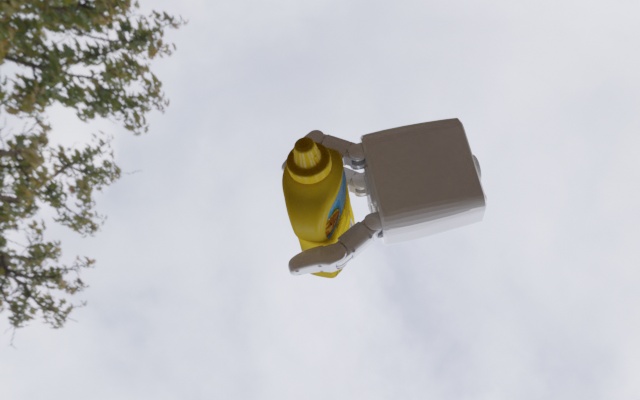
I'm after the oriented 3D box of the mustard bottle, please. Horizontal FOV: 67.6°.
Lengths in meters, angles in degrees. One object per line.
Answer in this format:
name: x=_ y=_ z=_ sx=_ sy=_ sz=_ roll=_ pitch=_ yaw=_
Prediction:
mustard bottle: x=0.000 y=0.002 z=0.494 sx=0.058 sy=0.096 sz=0.192 roll=10 pitch=-29 yaw=15
